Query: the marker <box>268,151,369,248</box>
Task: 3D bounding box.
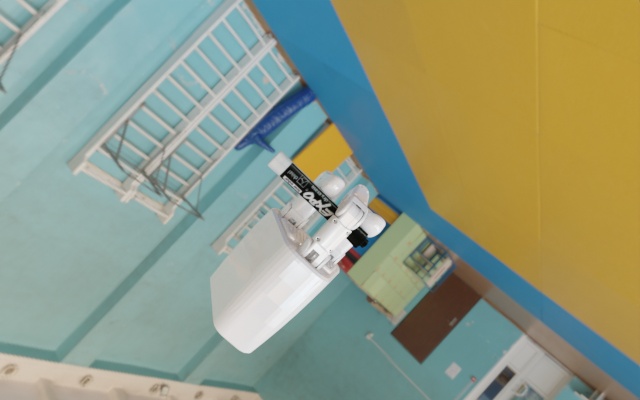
[{"bbox_3d":[0.000,0.001,0.451,0.121,0.020,0.020,44,-8,-8],"label":"marker"}]
